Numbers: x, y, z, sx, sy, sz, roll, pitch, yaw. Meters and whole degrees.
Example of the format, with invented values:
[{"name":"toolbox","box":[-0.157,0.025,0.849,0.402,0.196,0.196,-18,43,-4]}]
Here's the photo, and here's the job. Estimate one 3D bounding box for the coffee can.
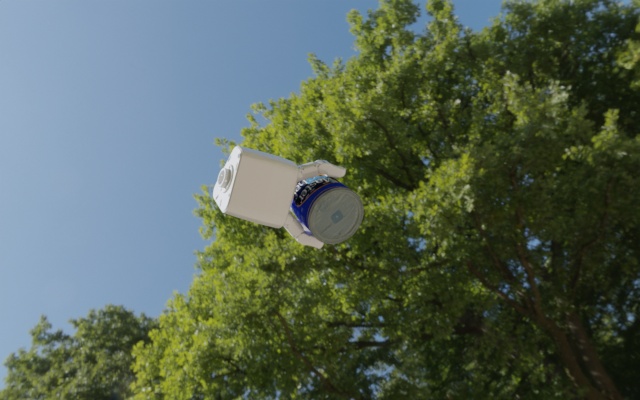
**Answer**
[{"name":"coffee can","box":[0.000,0.003,0.864,0.103,0.103,0.140,0,21,-26]}]
